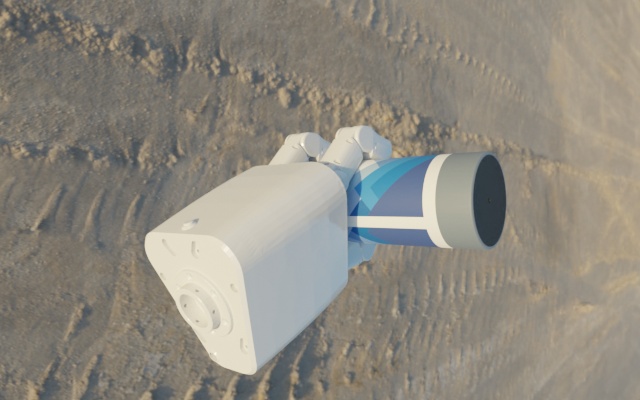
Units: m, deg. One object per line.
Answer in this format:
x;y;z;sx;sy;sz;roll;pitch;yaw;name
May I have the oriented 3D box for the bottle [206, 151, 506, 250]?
0.000;0.001;0.413;0.295;0.069;0.069;-1;0;39;bottle
